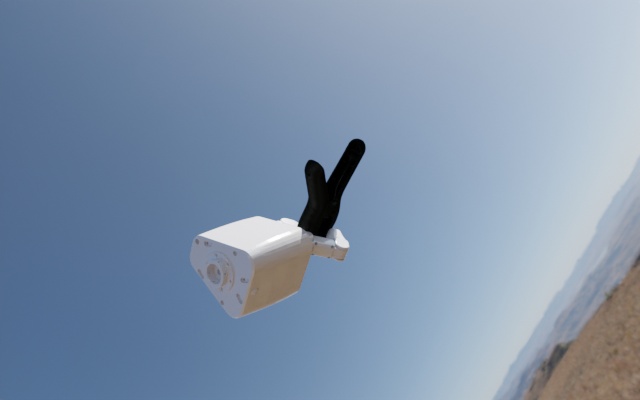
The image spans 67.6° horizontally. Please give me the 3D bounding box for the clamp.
[{"bbox_3d":[0.000,0.002,0.631,0.039,0.171,0.120,32,27,28],"label":"clamp"}]
